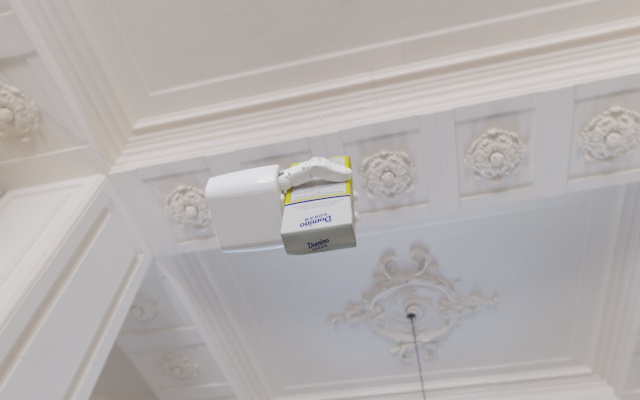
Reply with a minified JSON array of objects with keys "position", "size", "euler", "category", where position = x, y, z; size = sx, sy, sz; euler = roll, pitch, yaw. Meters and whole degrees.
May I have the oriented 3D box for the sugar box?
[{"position":[0.000,0.003,0.665],"size":[0.093,0.048,0.176],"euler":[-8,35,8],"category":"sugar box"}]
